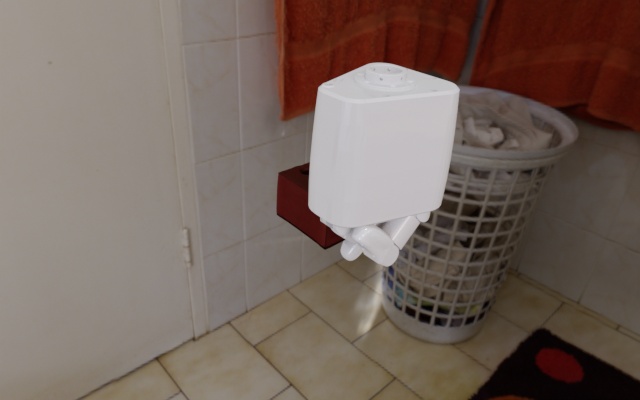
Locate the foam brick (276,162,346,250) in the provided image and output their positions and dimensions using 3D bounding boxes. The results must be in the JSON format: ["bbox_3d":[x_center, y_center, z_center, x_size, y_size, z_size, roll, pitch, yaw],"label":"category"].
[{"bbox_3d":[0.000,0.002,0.470,0.053,0.051,0.078,-23,39,-36],"label":"foam brick"}]
